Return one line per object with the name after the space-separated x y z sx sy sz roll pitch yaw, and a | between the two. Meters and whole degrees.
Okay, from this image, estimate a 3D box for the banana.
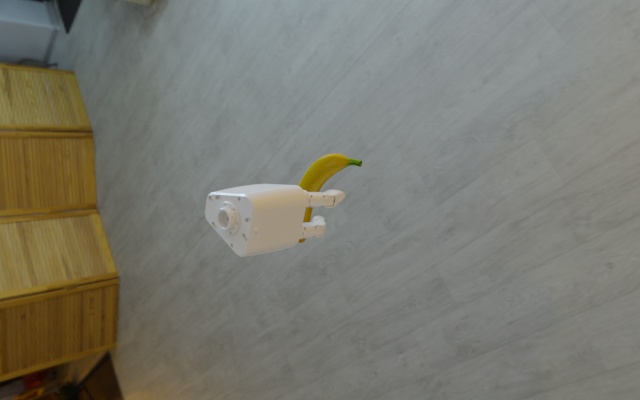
-0.010 -0.013 0.821 0.069 0.198 0.037 48 32 21 | banana
